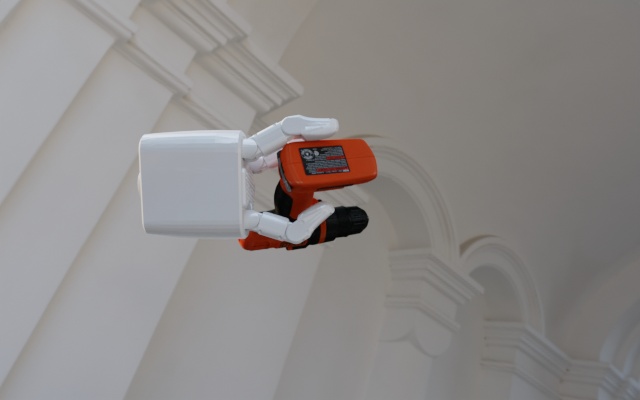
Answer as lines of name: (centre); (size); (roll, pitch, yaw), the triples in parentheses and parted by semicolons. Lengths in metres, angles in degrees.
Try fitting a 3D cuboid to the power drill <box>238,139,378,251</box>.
power drill: (0.000, 0.002, 0.581); (0.184, 0.057, 0.188); (-8, -28, -23)
